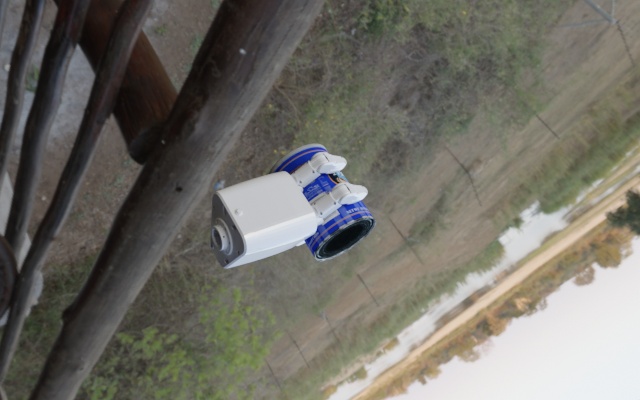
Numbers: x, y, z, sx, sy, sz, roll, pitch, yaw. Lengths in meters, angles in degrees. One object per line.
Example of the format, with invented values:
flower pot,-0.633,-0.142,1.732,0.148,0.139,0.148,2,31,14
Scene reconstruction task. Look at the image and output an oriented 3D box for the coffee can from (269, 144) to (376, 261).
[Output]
coffee can,0.000,0.002,0.698,0.103,0.140,0.103,-28,-23,-13
